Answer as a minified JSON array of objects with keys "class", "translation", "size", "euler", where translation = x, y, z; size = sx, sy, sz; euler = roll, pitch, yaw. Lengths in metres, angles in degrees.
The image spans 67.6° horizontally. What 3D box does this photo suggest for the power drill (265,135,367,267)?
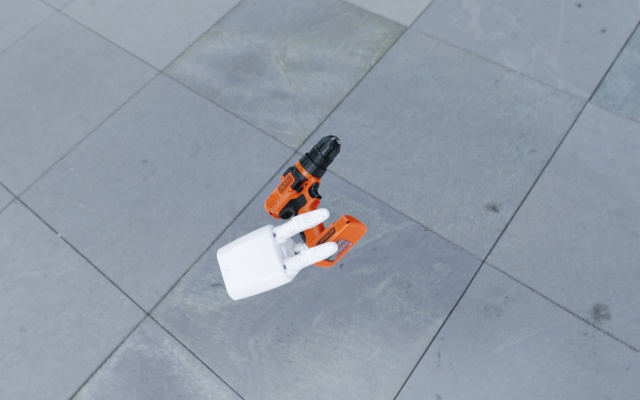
[{"class":"power drill","translation":[0.000,0.003,0.804],"size":[0.057,0.184,0.187],"euler":[21,27,-46]}]
